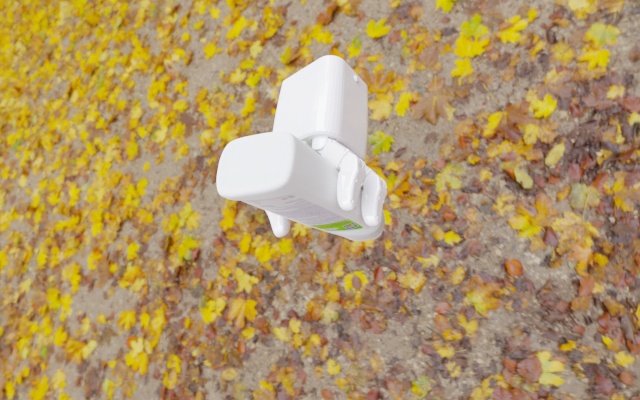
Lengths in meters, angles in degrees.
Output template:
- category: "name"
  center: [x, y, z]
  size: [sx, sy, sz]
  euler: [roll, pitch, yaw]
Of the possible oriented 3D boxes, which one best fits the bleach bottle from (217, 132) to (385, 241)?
- category: "bleach bottle"
  center: [0.000, 0.002, 0.570]
  size: [0.102, 0.068, 0.251]
  euler: [-5, -21, 32]
